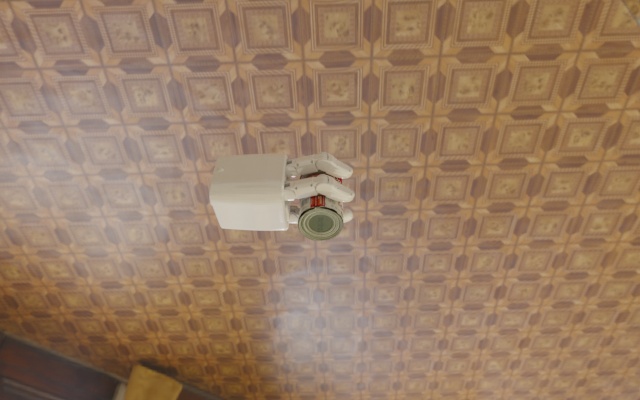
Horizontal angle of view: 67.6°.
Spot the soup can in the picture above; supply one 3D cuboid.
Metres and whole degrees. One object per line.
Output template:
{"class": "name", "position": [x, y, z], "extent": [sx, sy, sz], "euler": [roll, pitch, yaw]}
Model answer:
{"class": "soup can", "position": [0.001, 0.003, 0.719], "extent": [0.068, 0.069, 0.102], "euler": [0, 41, 0]}
